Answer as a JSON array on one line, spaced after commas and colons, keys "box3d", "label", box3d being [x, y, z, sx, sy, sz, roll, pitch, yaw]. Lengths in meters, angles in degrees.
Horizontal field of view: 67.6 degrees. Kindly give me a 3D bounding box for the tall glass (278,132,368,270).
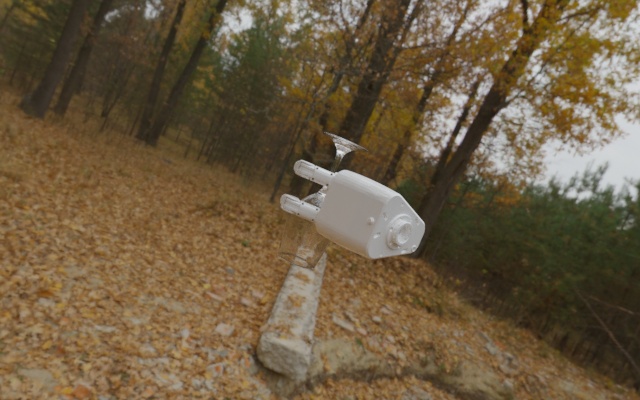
[{"box3d": [0.000, 0.002, 0.733, 0.079, 0.201, 0.079, 23, 3, -1], "label": "tall glass"}]
